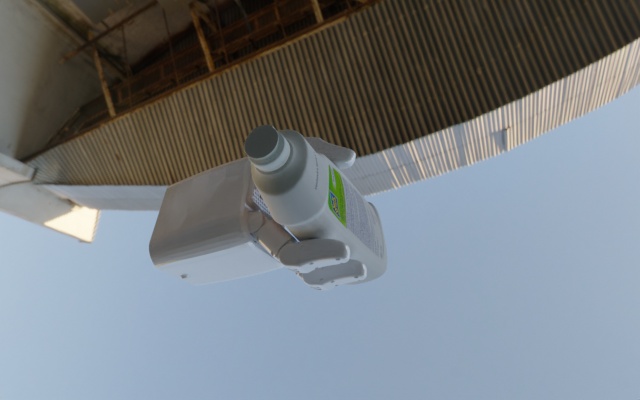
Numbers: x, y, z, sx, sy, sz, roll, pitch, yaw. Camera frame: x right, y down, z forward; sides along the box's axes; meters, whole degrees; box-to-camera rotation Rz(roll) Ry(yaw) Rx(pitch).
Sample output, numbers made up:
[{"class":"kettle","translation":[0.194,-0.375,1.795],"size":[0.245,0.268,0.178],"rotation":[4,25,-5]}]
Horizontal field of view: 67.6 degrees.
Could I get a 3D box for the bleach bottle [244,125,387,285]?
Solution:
[{"class":"bleach bottle","translation":[0.000,0.002,0.455],"size":[0.068,0.102,0.251],"rotation":[-18,-30,14]}]
